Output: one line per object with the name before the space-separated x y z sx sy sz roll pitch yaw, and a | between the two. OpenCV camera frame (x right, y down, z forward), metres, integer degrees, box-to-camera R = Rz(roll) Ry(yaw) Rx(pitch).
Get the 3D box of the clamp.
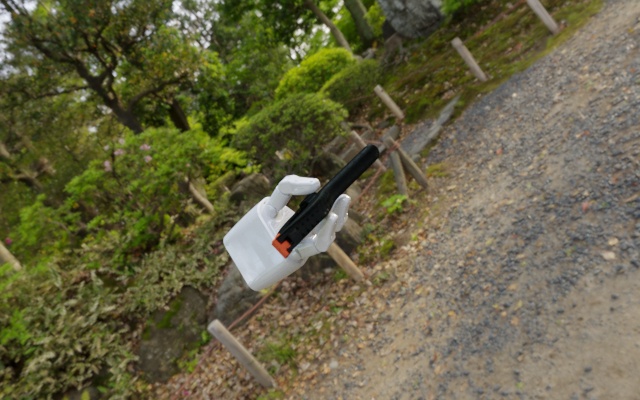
clamp | -0.001 0.002 0.671 0.165 0.036 0.210 -40 7 36
